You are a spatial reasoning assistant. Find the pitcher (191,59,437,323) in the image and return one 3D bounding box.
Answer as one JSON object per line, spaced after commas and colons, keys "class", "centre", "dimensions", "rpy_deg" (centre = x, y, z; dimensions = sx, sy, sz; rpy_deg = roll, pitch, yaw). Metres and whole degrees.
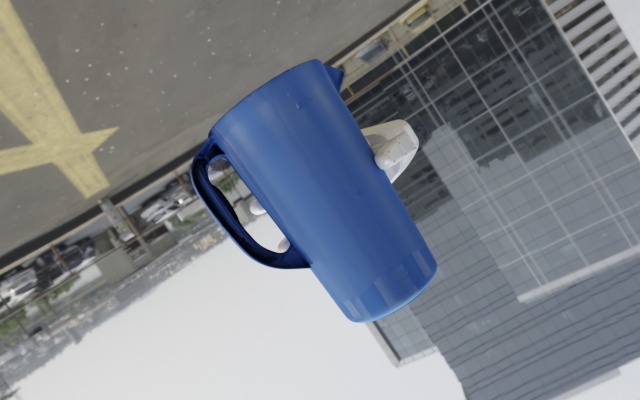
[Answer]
{"class": "pitcher", "centre": [0.000, 0.001, 0.474], "dimensions": [0.149, 0.243, 0.145], "rpy_deg": [-32, 4, 30]}
